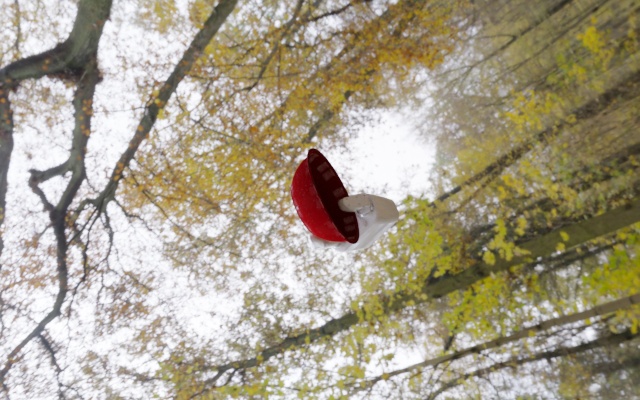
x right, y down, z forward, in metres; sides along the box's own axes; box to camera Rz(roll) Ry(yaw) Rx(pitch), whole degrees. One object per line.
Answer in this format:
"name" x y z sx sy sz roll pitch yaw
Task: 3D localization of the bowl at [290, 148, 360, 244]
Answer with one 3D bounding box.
"bowl" -0.001 0.002 0.742 0.055 0.162 0.162 -25 -8 16
